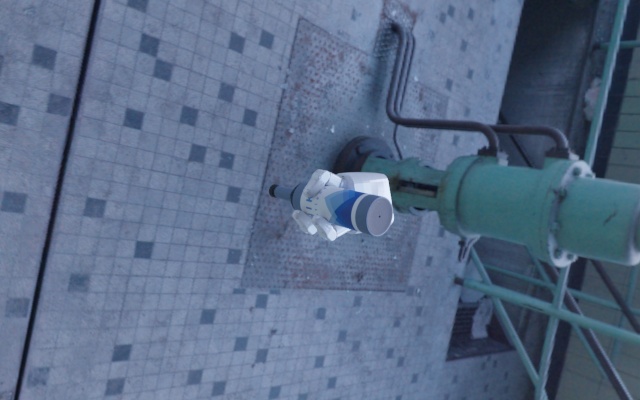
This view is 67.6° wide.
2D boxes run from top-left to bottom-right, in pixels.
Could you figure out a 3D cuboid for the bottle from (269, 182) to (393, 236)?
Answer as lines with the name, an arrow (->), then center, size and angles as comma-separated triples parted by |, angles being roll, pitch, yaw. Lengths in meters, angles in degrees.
bottle -> 0.000, 0.003, 0.885 | 0.069, 0.069, 0.295 | 0, 9, -42
